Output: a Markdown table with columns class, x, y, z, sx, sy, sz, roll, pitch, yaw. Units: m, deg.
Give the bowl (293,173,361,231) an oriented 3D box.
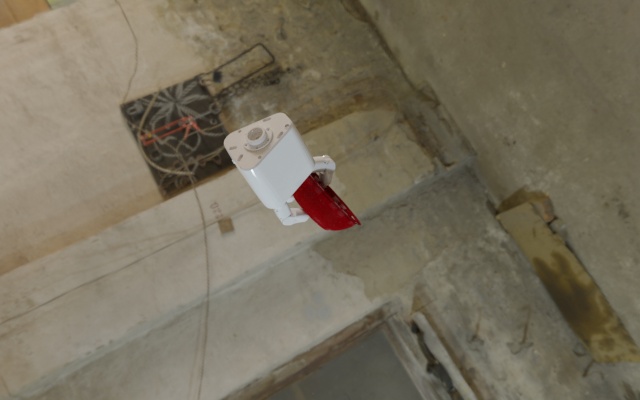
| class | x | y | z | sx | sy | sz | roll | pitch | yaw |
| --- | --- | --- | --- | --- | --- | --- | --- | --- | --- |
| bowl | 0.001 | 0.004 | 0.871 | 0.055 | 0.162 | 0.162 | -44 | -6 | 6 |
